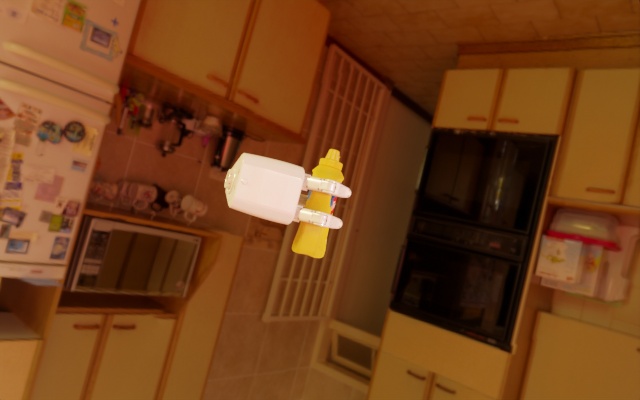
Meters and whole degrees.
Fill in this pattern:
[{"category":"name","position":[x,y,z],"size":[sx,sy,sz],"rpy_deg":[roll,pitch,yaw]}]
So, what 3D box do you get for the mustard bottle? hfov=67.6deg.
[{"category":"mustard bottle","position":[0.000,0.003,0.845],"size":[0.058,0.191,0.096],"rpy_deg":[14,-3,5]}]
